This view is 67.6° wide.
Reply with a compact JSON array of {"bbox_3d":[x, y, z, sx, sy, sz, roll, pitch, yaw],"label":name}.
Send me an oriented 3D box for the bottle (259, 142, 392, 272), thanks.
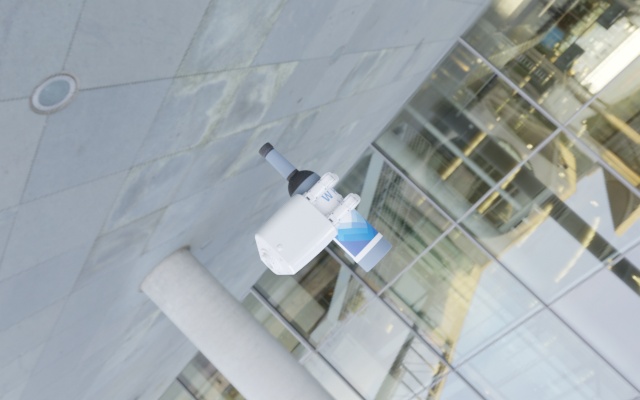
[{"bbox_3d":[0.000,0.003,0.868,0.295,0.069,0.069,44,6,6],"label":"bottle"}]
